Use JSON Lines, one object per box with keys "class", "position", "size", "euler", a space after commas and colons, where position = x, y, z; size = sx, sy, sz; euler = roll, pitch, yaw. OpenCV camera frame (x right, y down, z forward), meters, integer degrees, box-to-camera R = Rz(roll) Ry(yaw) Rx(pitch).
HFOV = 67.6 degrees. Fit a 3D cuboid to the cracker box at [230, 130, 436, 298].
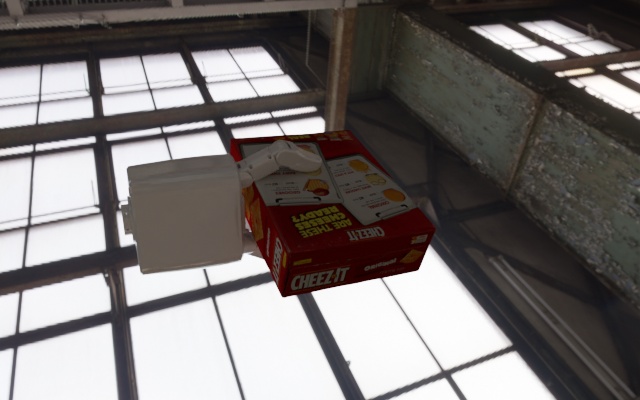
{"class": "cracker box", "position": [0.000, 0.002, 0.547], "size": [0.164, 0.072, 0.213], "euler": [-7, 39, -23]}
